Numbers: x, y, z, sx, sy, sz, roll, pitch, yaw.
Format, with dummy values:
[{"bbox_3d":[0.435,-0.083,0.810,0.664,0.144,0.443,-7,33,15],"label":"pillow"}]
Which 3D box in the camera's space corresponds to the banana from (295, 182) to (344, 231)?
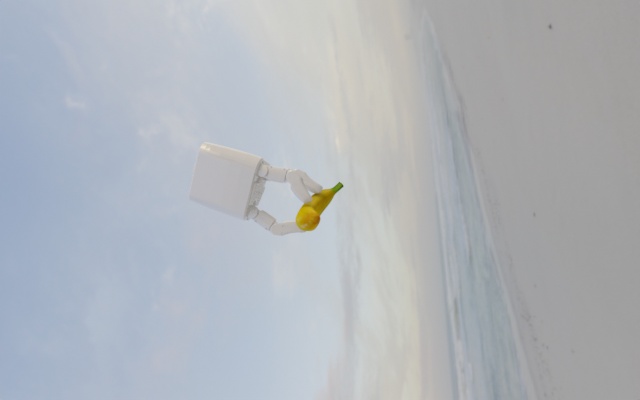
[{"bbox_3d":[-0.011,0.014,0.792,0.037,0.070,0.197,41,23,-3],"label":"banana"}]
